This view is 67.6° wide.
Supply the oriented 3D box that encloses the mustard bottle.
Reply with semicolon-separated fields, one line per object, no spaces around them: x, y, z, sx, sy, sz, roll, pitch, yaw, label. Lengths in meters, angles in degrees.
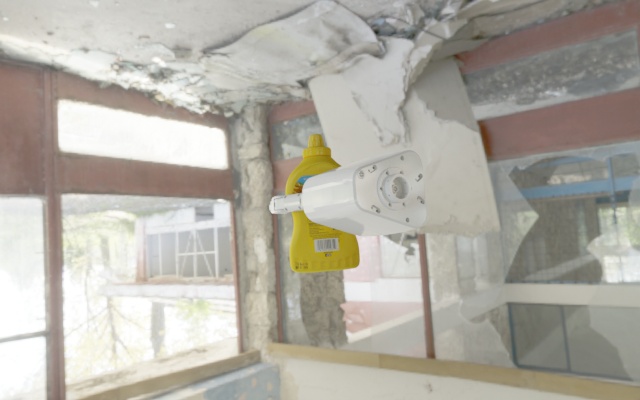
0.000;0.002;0.670;0.096;0.191;0.058;-4;-5;-8;mustard bottle
